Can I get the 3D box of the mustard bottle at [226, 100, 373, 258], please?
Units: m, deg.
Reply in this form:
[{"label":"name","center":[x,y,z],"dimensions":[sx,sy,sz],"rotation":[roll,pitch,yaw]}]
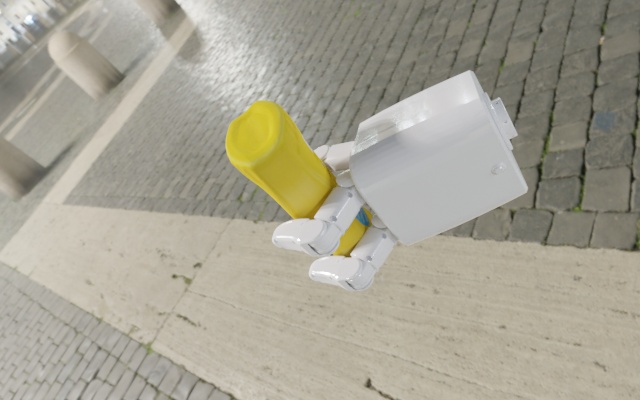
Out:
[{"label":"mustard bottle","center":[0.000,0.001,0.425],"dimensions":[0.192,0.058,0.096],"rotation":[47,4,-35]}]
